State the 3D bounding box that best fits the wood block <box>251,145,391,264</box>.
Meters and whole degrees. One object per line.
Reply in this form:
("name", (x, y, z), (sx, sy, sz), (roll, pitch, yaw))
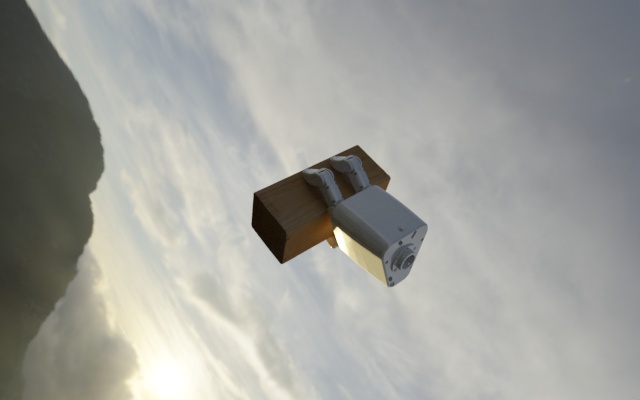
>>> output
("wood block", (0.000, 0.003, 0.768), (0.206, 0.090, 0.091), (-27, -29, -29))
